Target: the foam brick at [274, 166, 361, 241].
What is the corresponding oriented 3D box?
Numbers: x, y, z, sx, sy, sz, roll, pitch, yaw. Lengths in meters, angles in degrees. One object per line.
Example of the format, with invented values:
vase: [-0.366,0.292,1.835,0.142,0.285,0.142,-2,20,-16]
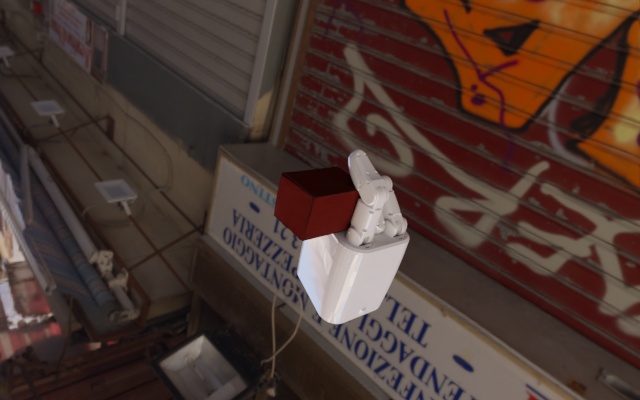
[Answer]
foam brick: [0.000,0.002,0.490,0.078,0.051,0.053,-9,37,-41]
